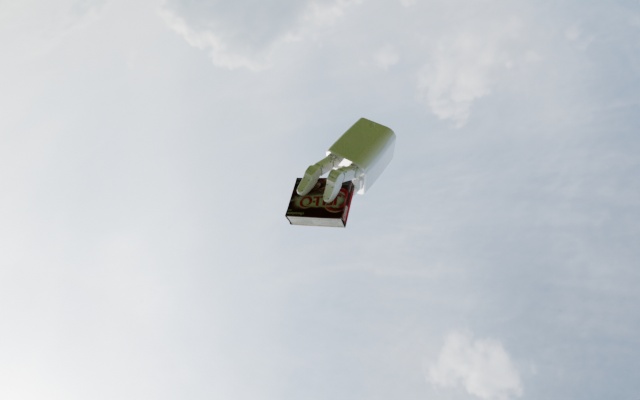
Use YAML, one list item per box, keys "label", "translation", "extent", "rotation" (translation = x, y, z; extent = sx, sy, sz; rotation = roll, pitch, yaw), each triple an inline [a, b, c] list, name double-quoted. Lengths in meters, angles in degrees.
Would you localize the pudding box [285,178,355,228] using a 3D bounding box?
- label: "pudding box"
  translation: [0.000, 0.003, 0.888]
  extent: [0.113, 0.090, 0.039]
  rotation: [0, -36, 22]
